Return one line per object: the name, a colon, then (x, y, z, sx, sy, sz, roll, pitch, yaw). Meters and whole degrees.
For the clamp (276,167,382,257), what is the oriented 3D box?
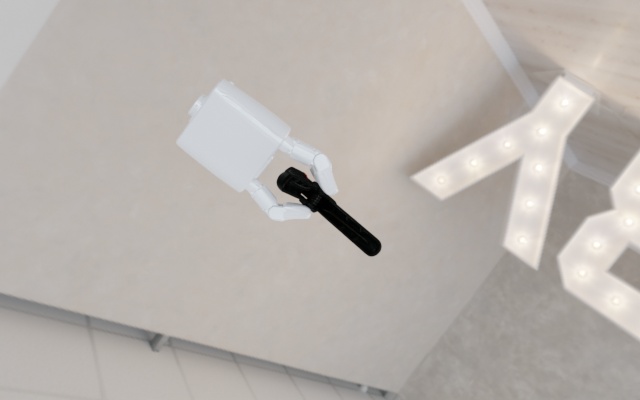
clamp: (-0.001, 0.003, 0.667, 0.164, 0.036, 0.210, 39, 3, -14)
